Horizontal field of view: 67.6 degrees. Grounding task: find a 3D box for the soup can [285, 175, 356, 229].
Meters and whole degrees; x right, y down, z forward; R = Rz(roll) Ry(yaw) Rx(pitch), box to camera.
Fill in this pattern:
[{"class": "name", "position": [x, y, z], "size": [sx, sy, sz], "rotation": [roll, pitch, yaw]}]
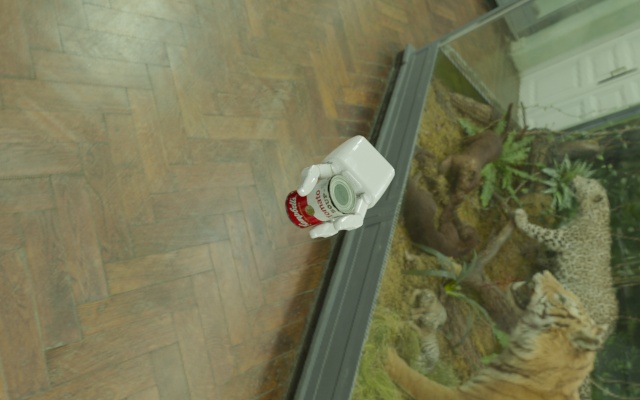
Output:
[{"class": "soup can", "position": [0.000, 0.003, 0.792], "size": [0.102, 0.068, 0.068], "rotation": [-19, -13, 40]}]
